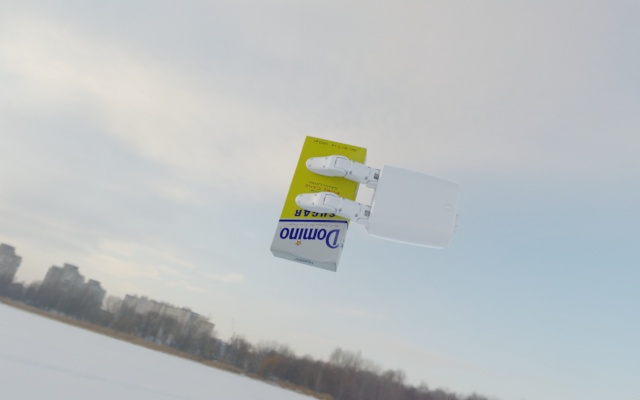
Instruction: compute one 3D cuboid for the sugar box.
[{"bbox_3d":[0.000,0.002,0.666,0.093,0.176,0.048,12,-22,9],"label":"sugar box"}]
